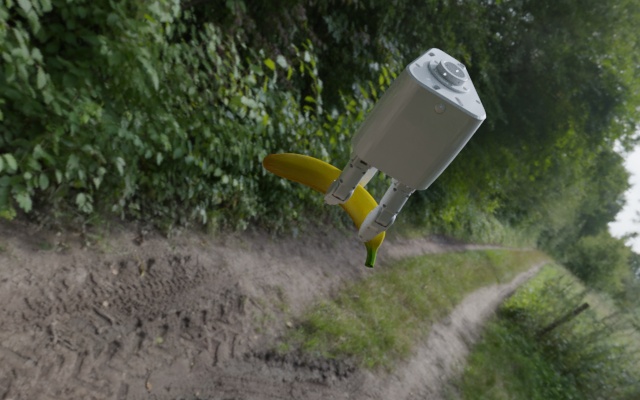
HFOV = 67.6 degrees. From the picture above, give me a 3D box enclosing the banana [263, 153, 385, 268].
[{"bbox_3d":[0.015,-0.007,0.606,0.069,0.197,0.037,-41,-14,-23],"label":"banana"}]
